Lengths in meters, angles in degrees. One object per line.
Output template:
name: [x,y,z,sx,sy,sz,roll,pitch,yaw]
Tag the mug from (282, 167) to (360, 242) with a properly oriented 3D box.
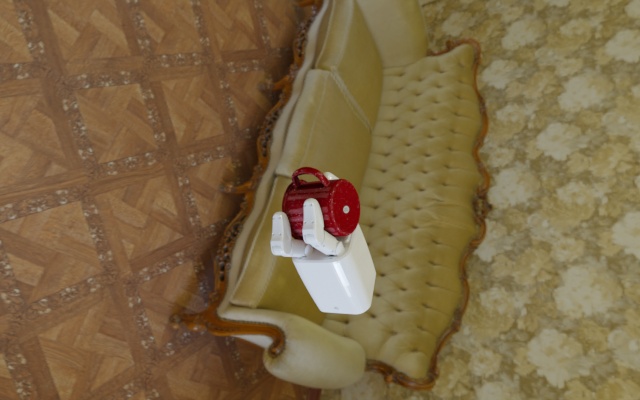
mug: [0.000,0.001,0.684,0.081,0.117,0.093,-5,31,35]
